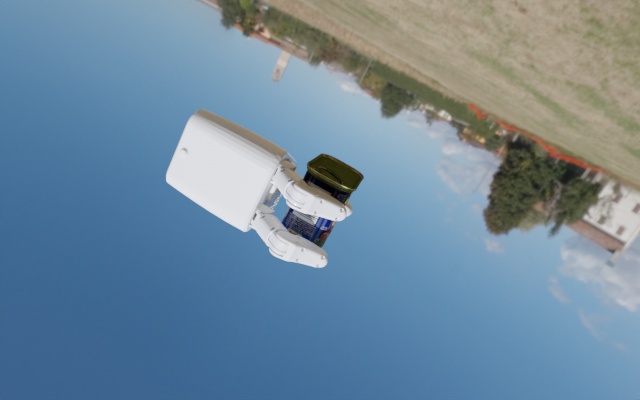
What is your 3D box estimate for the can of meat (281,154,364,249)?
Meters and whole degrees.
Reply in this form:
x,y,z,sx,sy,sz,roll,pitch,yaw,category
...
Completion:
x,y,z,sx,sy,sz,roll,pitch,yaw,category
0.000,0.002,0.530,0.057,0.084,0.102,29,17,4,can of meat
